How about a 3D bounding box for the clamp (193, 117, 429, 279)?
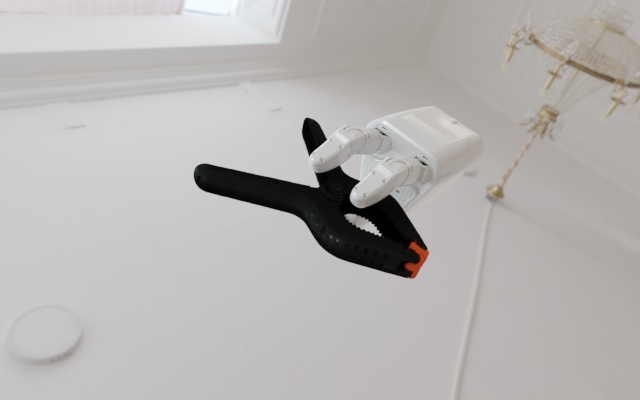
[{"bbox_3d":[0.000,0.002,0.437,0.164,0.036,0.210,-26,57,-39],"label":"clamp"}]
